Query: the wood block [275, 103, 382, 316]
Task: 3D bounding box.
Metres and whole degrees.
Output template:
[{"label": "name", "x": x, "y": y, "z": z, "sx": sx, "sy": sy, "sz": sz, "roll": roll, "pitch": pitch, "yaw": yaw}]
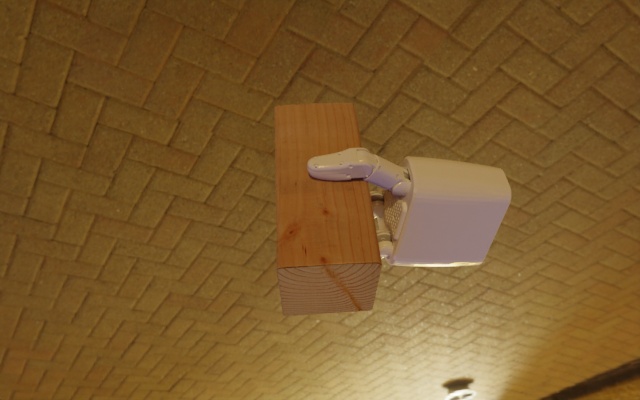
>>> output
[{"label": "wood block", "x": 0.000, "y": 0.002, "z": 0.491, "sx": 0.090, "sy": 0.206, "sz": 0.091, "roll": -3, "pitch": -39, "yaw": -3}]
